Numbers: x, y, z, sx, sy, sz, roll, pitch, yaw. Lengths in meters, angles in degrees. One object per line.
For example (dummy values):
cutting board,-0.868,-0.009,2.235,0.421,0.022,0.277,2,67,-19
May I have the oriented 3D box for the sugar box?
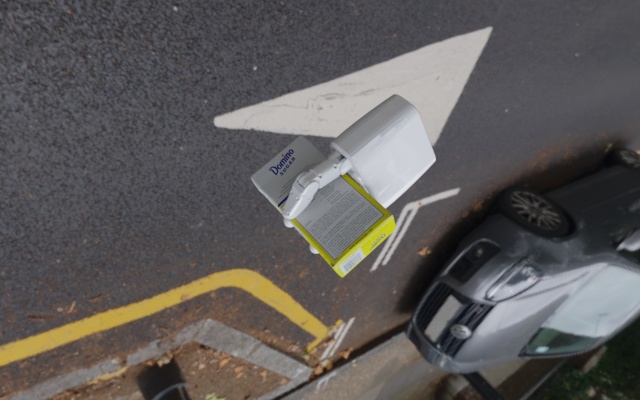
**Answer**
sugar box,0.000,0.002,0.602,0.176,0.093,0.048,45,-9,32
